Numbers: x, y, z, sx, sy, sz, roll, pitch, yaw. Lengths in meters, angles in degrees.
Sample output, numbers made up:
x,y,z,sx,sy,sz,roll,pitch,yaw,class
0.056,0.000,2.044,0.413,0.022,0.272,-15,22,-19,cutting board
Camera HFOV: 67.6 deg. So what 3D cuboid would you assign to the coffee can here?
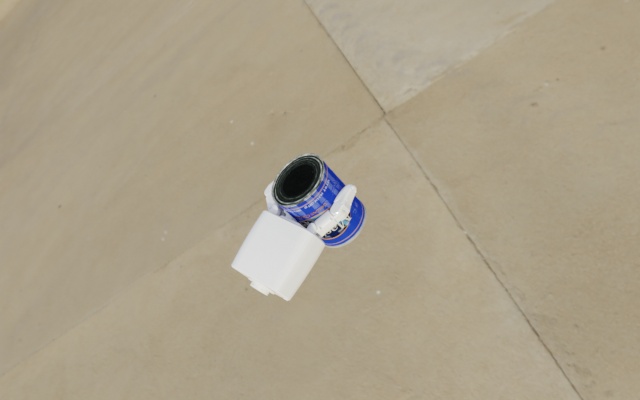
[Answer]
x,y,z,sx,sy,sz,roll,pitch,yaw,class
0.000,0.003,0.803,0.103,0.102,0.140,0,-32,39,coffee can
